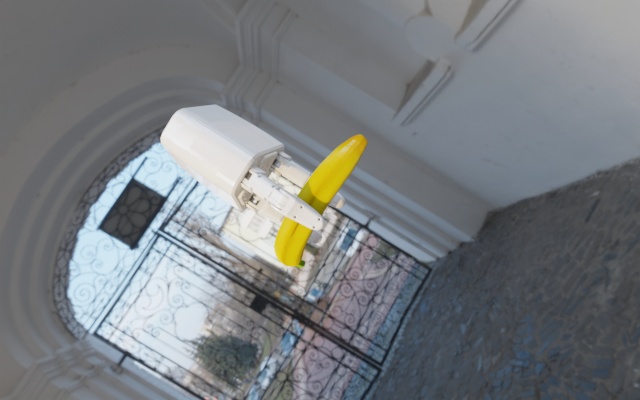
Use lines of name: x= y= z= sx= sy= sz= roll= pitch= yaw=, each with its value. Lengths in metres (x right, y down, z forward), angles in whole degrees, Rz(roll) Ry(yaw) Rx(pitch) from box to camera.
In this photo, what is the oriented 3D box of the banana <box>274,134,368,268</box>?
banana: x=-0.010 y=0.010 z=0.550 sx=0.037 sy=0.198 sz=0.069 roll=36 pitch=29 yaw=14
